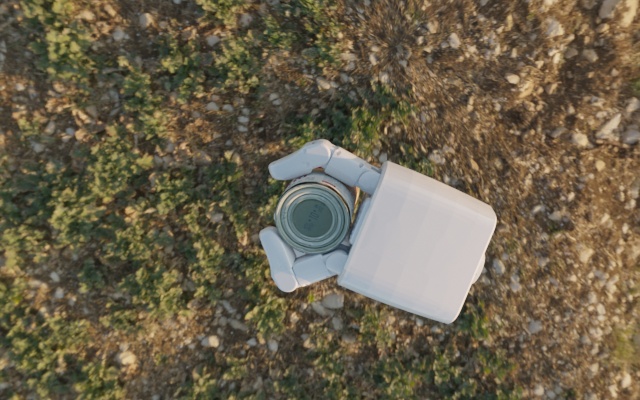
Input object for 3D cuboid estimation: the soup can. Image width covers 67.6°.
[{"bbox_3d":[0.000,0.001,0.452,0.068,0.068,0.102,0,18,9],"label":"soup can"}]
